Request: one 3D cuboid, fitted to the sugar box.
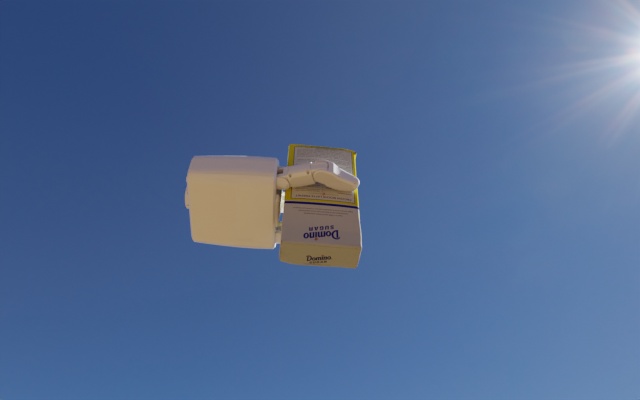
[{"bbox_3d":[0.000,0.002,0.599,0.093,0.176,0.048,5,-44,-3],"label":"sugar box"}]
